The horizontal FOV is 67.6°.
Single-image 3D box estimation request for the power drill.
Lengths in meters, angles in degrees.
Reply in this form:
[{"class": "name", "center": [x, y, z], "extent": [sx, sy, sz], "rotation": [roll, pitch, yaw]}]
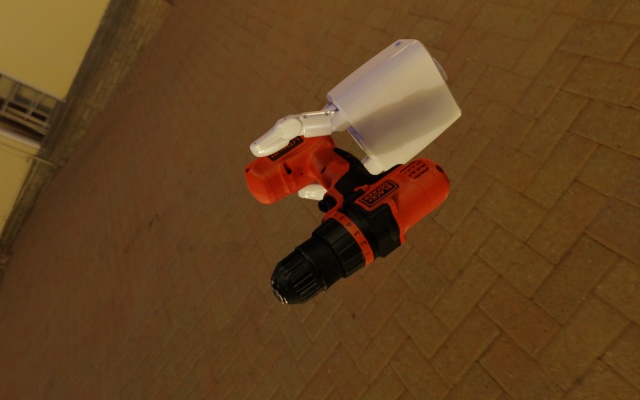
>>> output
[{"class": "power drill", "center": [0.000, 0.001, 0.462], "extent": [0.184, 0.057, 0.187], "rotation": [-33, 39, -18]}]
